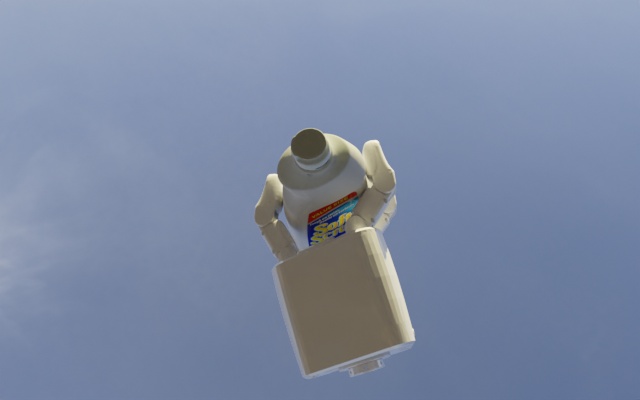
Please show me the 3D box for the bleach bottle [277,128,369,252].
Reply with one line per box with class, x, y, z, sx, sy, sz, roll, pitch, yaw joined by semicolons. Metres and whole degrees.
bleach bottle;0.000;0.002;0.492;0.102;0.068;0.251;-18;-22;1
